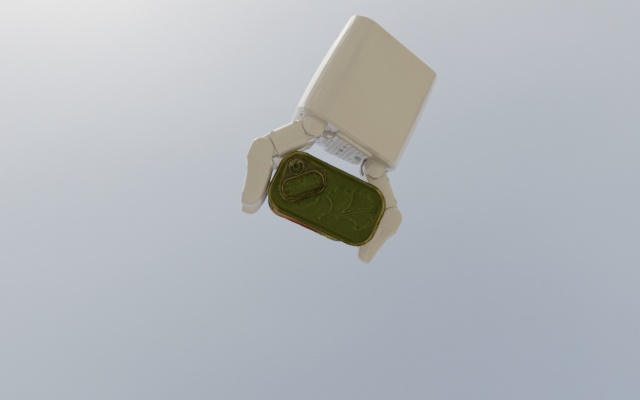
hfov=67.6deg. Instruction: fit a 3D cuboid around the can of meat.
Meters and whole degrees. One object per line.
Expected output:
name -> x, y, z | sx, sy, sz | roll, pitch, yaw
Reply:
can of meat -> 0.000, 0.002, 0.453 | 0.102, 0.057, 0.084 | 25, -8, -6
